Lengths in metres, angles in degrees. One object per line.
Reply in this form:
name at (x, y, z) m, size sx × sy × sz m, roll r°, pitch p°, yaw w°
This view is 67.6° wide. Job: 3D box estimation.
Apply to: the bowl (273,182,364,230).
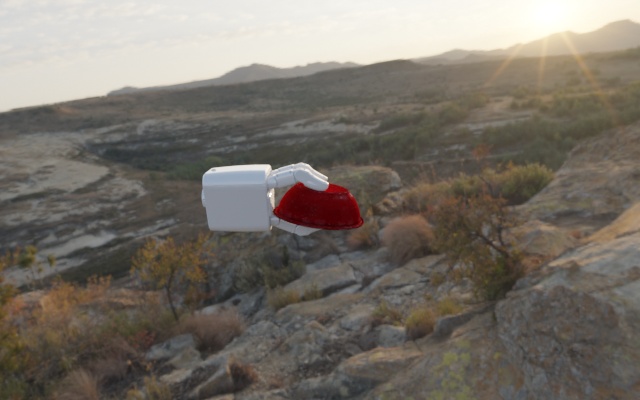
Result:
bowl at (0.001, 0.002, 0.835) m, size 0.162 × 0.055 × 0.162 m, roll 7°, pitch 12°, yaw -2°
